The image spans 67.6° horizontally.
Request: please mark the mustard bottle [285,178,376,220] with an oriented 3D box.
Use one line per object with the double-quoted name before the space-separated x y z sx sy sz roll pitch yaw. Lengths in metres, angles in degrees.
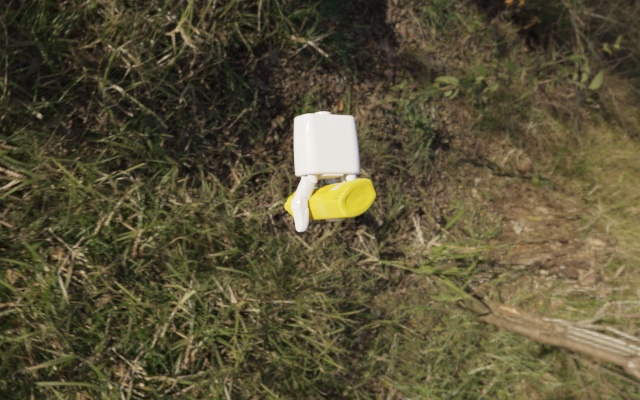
"mustard bottle" 0.000 0.003 0.862 0.191 0.058 0.096 -7 20 47
